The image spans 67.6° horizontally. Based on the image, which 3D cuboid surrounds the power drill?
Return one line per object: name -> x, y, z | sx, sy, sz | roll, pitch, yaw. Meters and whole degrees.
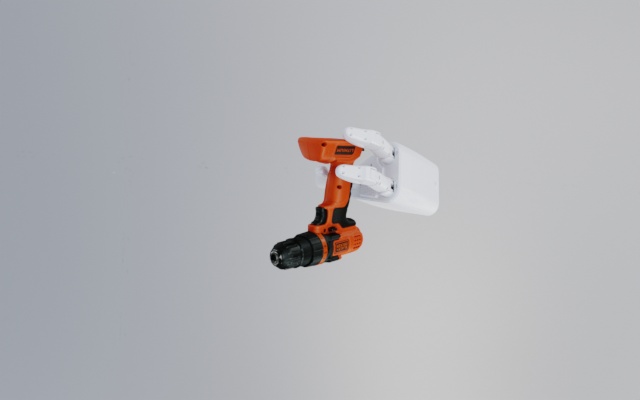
power drill -> 0.000, 0.002, 0.700 | 0.057, 0.188, 0.184 | 13, 14, 37
